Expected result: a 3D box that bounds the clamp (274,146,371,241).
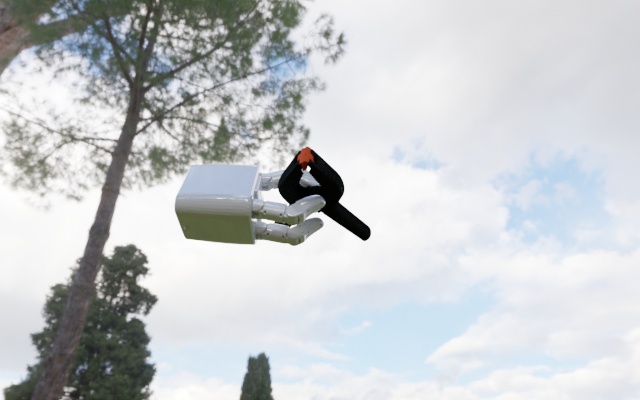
[{"bbox_3d":[0.000,0.001,0.703,0.164,0.036,0.210,4,-36,1],"label":"clamp"}]
